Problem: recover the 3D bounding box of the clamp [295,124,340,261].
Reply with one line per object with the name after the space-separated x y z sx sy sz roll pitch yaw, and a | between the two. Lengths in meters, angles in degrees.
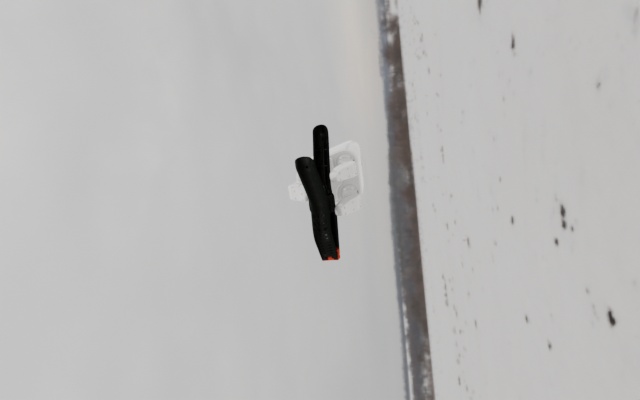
-0.001 0.003 0.716 0.036 0.210 0.164 -4 17 12 | clamp
